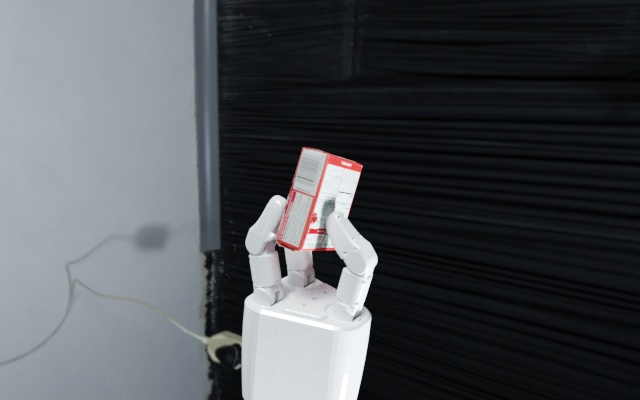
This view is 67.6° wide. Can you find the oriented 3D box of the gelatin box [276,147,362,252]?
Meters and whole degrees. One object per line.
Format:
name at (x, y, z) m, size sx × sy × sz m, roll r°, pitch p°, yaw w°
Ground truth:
gelatin box at (0.001, 0.001, 0.437) m, size 0.030 × 0.089 × 0.073 m, roll 20°, pitch 6°, yaw 28°
